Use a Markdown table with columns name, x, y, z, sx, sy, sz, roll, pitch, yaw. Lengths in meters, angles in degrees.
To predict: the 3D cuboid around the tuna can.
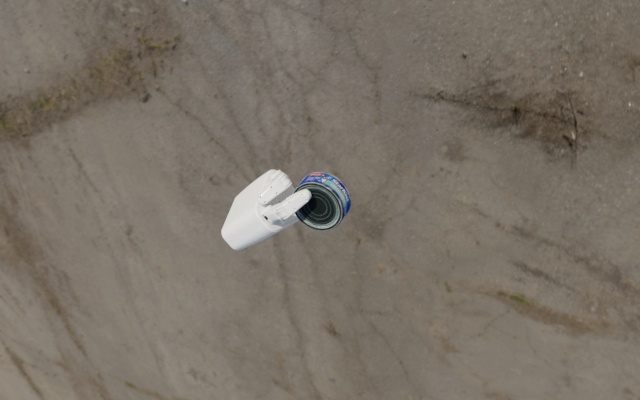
| name | x | y | z | sx | sy | sz | roll | pitch | yaw |
| --- | --- | --- | --- | --- | --- | --- | --- | --- | --- |
| tuna can | 0.000 | 0.003 | 0.715 | 0.086 | 0.086 | 0.033 | 0 | 28 | 26 |
